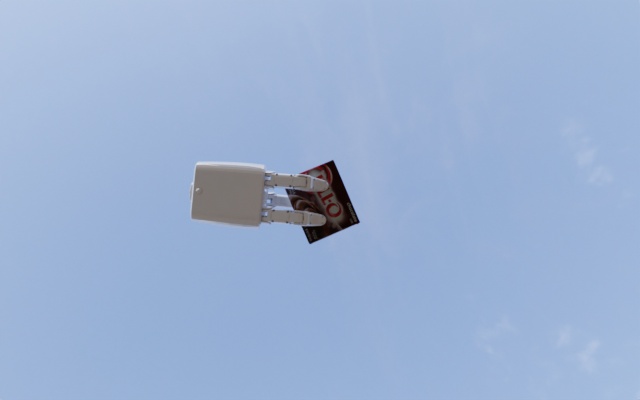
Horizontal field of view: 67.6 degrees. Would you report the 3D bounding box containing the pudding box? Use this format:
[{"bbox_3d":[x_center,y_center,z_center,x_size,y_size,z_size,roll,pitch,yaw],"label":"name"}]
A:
[{"bbox_3d":[0.000,0.003,0.771,0.090,0.113,0.039,-23,0,-6],"label":"pudding box"}]
